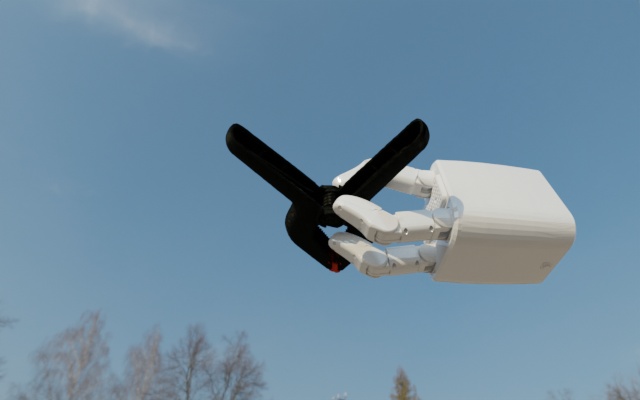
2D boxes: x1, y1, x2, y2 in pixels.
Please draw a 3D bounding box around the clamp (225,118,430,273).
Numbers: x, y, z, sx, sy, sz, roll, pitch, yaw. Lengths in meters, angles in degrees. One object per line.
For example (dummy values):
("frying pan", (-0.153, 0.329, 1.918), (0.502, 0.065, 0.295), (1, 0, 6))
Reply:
("clamp", (0.000, 0.001, 0.454), (0.164, 0.036, 0.210), (4, -39, -1))
